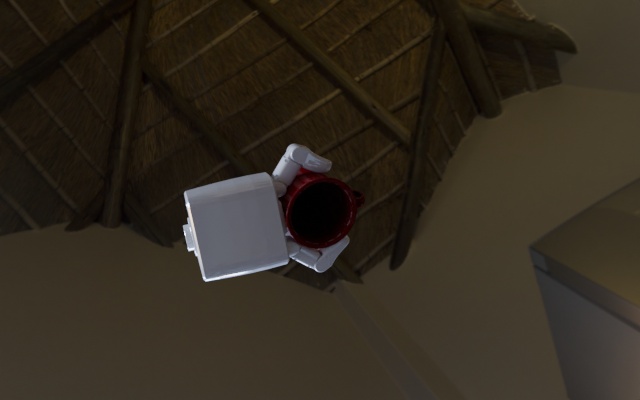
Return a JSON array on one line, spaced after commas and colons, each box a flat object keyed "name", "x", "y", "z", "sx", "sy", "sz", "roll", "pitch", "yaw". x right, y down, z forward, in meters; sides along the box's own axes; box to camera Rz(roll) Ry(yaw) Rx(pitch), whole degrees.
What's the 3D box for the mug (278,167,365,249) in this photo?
[{"name": "mug", "x": 0.001, "y": 0.002, "z": 0.624, "sx": 0.117, "sy": 0.093, "sz": 0.081, "roll": -12, "pitch": 22, "yaw": -17}]
